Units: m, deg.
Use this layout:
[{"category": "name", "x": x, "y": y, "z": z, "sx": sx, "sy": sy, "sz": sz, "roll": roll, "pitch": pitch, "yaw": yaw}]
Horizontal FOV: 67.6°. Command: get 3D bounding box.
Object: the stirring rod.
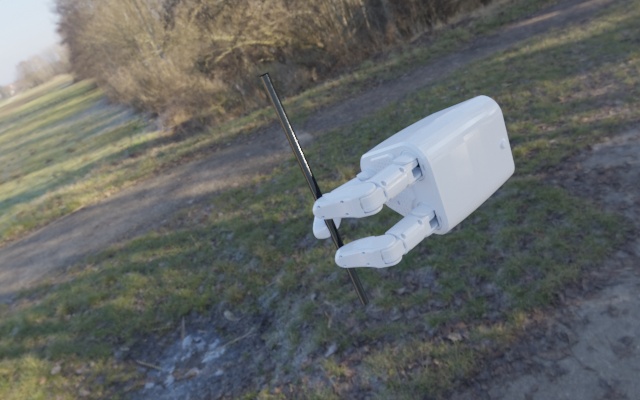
[{"category": "stirring rod", "x": 0.000, "y": 0.001, "z": 0.425, "sx": 0.011, "sy": 0.240, "sz": 0.011, "roll": -20, "pitch": 25, "yaw": 9}]
